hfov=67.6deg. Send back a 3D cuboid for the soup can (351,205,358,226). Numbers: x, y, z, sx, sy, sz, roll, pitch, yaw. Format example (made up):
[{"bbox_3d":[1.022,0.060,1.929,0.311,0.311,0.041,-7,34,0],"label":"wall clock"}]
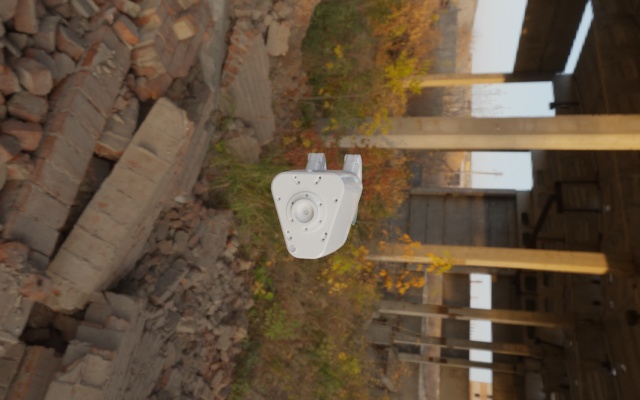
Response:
[{"bbox_3d":[0.001,0.002,0.712,0.102,0.068,0.068,2,0,15],"label":"soup can"}]
